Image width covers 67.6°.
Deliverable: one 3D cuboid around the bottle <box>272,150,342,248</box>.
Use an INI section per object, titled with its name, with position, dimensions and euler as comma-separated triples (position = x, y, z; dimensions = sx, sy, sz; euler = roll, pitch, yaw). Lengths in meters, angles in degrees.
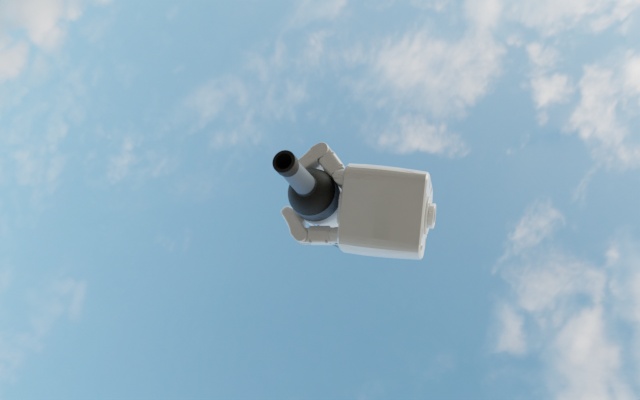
[bottle]
position = 0.000, 0.002, 0.660
dimensions = 0.069, 0.069, 0.296
euler = 0, -18, 17
